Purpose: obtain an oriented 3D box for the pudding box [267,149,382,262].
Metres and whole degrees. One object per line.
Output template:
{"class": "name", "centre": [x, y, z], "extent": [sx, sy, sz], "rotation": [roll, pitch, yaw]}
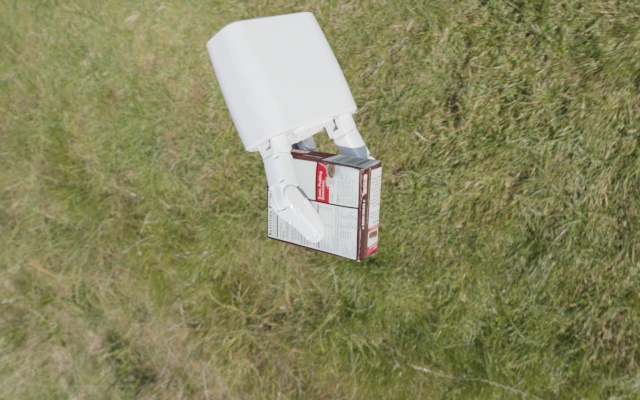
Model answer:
{"class": "pudding box", "centre": [0.000, 0.001, 0.456], "extent": [0.113, 0.090, 0.039], "rotation": [12, 20, 34]}
